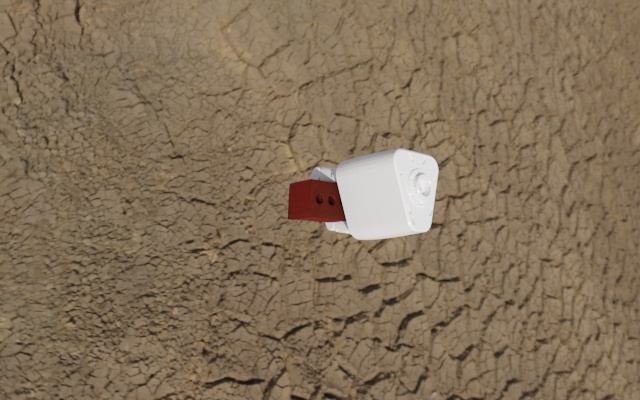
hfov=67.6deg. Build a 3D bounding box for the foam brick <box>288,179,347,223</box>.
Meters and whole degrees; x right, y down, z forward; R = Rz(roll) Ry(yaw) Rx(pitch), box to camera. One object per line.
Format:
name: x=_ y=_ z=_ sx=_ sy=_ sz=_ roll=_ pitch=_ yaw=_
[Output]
foam brick: x=0.000 y=0.002 z=0.675 sx=0.078 sy=0.053 sz=0.051 roll=6 pitch=-9 yaw=-40
